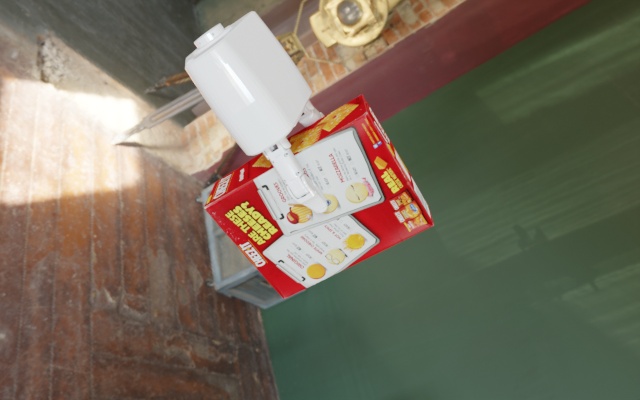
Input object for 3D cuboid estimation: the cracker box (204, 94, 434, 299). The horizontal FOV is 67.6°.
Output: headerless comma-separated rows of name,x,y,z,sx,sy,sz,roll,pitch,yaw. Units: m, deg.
cracker box,0.000,0.002,0.571,0.214,0.164,0.072,-28,26,16
